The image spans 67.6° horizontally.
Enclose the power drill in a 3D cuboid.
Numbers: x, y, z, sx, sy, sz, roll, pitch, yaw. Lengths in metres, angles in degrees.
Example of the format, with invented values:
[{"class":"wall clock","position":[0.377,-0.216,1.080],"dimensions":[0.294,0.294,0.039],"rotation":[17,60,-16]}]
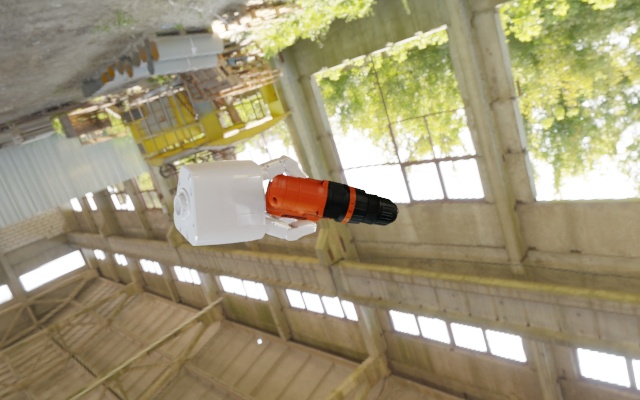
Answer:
[{"class":"power drill","position":[0.000,0.002,0.710],"dimensions":[0.184,0.057,0.187],"rotation":[13,-7,-17]}]
